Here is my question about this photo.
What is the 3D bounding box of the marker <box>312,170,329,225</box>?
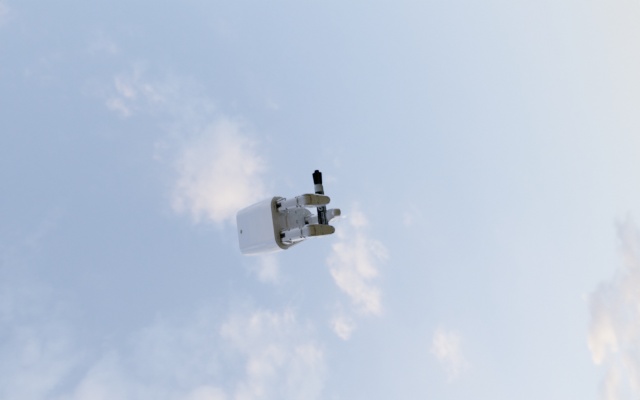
[{"bbox_3d":[0.000,0.003,0.867,0.020,0.121,0.020,-7,-11,-1],"label":"marker"}]
